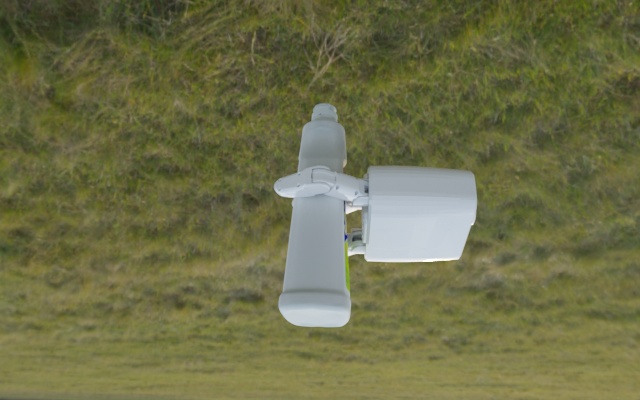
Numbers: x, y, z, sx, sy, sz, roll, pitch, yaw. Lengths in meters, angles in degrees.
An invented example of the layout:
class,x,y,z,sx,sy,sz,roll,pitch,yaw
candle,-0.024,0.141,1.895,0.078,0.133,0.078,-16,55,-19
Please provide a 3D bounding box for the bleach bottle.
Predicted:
class,x,y,z,sx,sy,sz,roll,pitch,yaw
bleach bottle,0.000,0.002,0.516,0.068,0.250,0.103,1,-24,4
